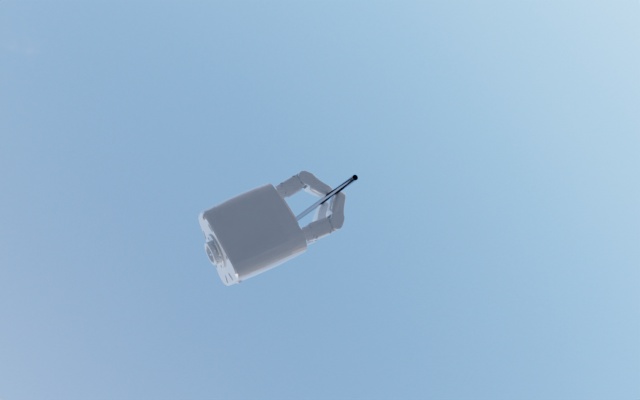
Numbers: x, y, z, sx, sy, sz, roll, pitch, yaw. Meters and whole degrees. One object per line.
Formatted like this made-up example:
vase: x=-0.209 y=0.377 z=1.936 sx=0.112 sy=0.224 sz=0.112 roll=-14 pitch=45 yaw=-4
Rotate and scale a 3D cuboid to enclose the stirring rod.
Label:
stirring rod: x=0.000 y=0.002 z=0.730 sx=0.011 sy=0.011 sz=0.239 roll=0 pitch=-16 yaw=-23
